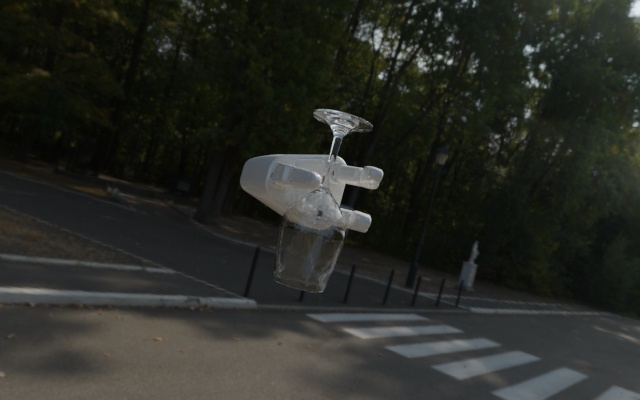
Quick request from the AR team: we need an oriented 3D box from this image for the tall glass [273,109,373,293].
[{"bbox_3d":[0.000,0.001,0.556,0.079,0.201,0.079,15,-3,1],"label":"tall glass"}]
